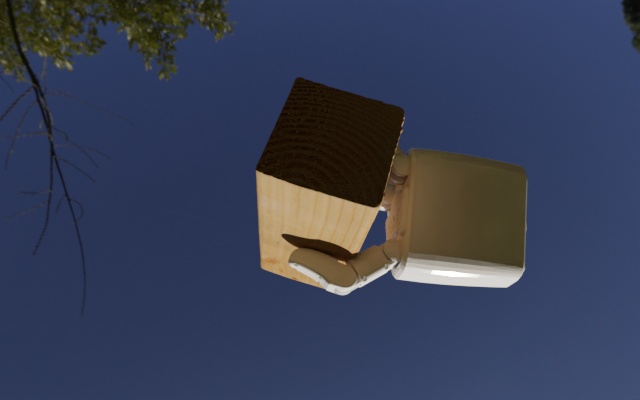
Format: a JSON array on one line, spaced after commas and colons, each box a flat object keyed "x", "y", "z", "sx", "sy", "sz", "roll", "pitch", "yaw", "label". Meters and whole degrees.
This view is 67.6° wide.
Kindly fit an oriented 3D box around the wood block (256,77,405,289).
[{"x": 0.000, "y": 0.002, "z": 0.430, "sx": 0.090, "sy": 0.090, "sz": 0.206, "roll": 17, "pitch": -27, "yaw": 3, "label": "wood block"}]
